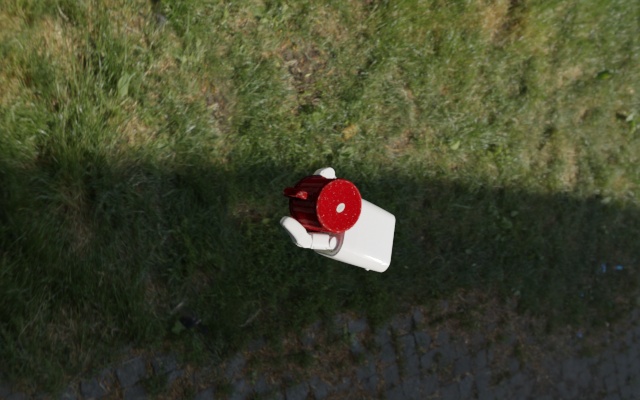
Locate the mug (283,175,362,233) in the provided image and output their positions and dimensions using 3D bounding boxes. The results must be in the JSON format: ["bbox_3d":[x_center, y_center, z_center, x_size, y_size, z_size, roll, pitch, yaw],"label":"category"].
[{"bbox_3d":[-0.001,0.002,0.722,0.117,0.093,0.081,23,-8,-27],"label":"mug"}]
